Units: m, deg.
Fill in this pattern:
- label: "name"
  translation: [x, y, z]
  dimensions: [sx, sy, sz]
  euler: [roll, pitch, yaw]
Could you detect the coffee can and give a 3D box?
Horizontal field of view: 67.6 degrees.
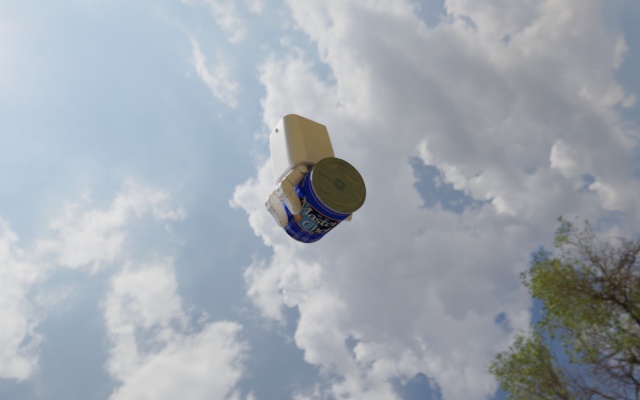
- label: "coffee can"
  translation: [0.000, 0.003, 0.836]
  dimensions: [0.103, 0.102, 0.140]
  euler: [0, -25, -31]
